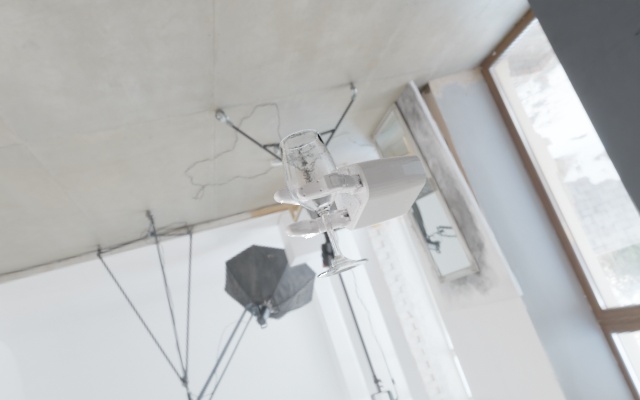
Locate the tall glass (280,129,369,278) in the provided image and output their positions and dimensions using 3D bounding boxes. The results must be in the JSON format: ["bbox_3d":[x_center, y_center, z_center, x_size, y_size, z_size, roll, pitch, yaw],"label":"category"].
[{"bbox_3d":[0.000,0.003,0.674,0.079,0.201,0.079,-18,-14,-5],"label":"tall glass"}]
